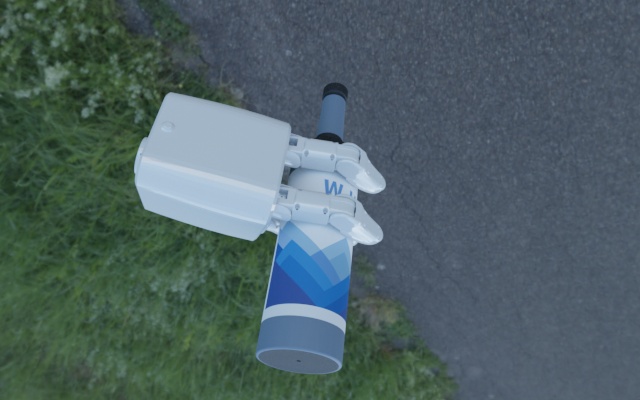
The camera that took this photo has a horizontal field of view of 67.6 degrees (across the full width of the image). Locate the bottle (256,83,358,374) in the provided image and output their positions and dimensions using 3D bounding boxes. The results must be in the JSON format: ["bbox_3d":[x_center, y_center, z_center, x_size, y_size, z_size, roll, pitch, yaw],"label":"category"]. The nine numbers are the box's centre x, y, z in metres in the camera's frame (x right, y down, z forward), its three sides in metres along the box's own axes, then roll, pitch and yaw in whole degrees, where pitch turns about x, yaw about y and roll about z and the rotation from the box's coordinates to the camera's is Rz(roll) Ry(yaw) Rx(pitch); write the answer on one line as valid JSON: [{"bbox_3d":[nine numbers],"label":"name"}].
[{"bbox_3d":[0.000,0.002,0.443,0.069,0.295,0.069,5,-34,4],"label":"bottle"}]
